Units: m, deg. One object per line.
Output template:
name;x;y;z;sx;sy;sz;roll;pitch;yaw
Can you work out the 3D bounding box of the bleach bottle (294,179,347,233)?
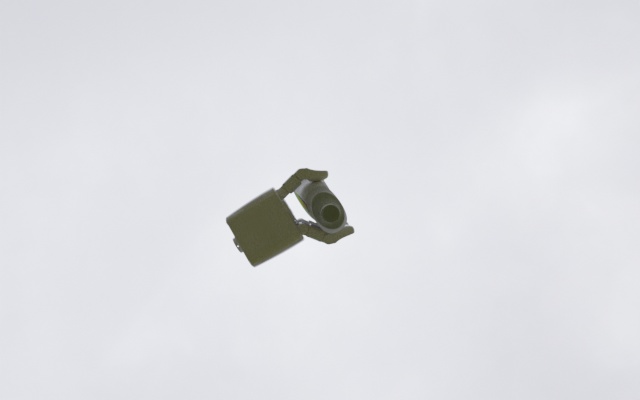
bleach bottle;0.000;0.003;0.875;0.068;0.102;0.251;-33;7;-2
